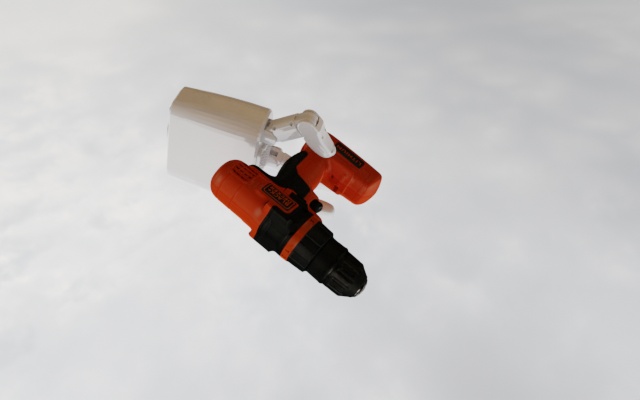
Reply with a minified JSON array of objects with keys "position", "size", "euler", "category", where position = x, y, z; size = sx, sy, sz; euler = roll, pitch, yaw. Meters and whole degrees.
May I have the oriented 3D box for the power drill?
[{"position":[0.000,0.001,0.521],"size":[0.184,0.057,0.187],"euler":[40,34,6],"category":"power drill"}]
